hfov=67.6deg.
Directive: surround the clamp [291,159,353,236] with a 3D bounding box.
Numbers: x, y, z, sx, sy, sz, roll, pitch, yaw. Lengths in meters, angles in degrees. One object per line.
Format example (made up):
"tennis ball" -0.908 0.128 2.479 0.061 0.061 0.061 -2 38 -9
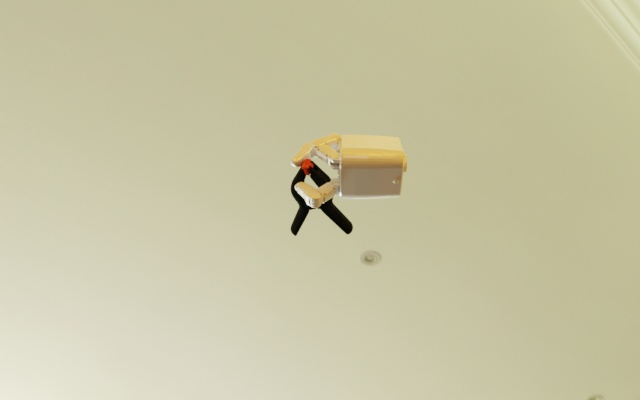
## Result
"clamp" 0.000 0.002 0.873 0.120 0.172 0.039 0 41 3
